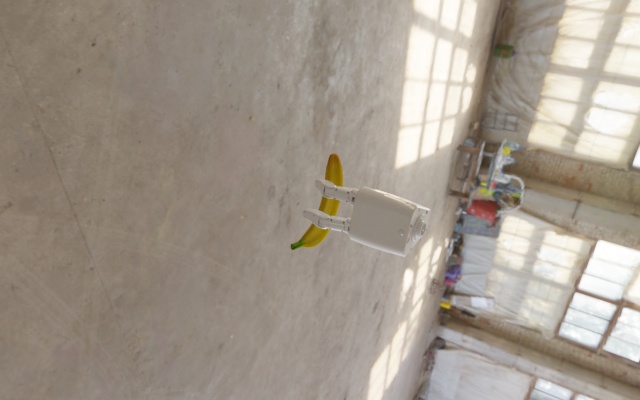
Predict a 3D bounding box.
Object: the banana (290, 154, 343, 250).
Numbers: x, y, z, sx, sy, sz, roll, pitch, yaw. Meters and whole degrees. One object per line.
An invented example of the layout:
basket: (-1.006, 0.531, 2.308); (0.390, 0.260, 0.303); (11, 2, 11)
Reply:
banana: (0.008, 0.011, 0.913); (0.037, 0.198, 0.070); (20, -3, 34)
